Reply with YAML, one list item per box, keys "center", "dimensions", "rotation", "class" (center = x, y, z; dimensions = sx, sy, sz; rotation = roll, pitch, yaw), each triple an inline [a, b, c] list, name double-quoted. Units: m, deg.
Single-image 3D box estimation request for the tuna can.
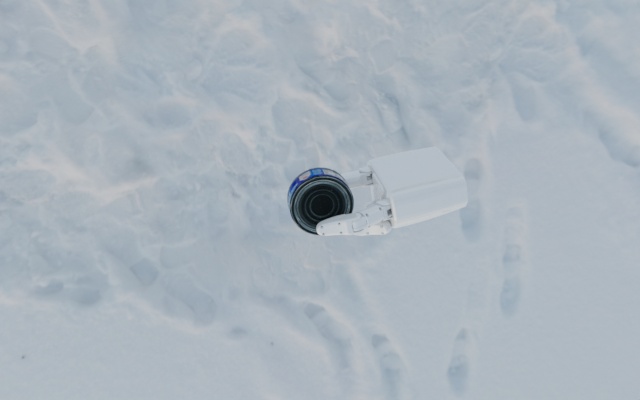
- center: [0.000, 0.002, 0.628]
  dimensions: [0.086, 0.086, 0.033]
  rotation: [0, 22, -9]
  class: "tuna can"
